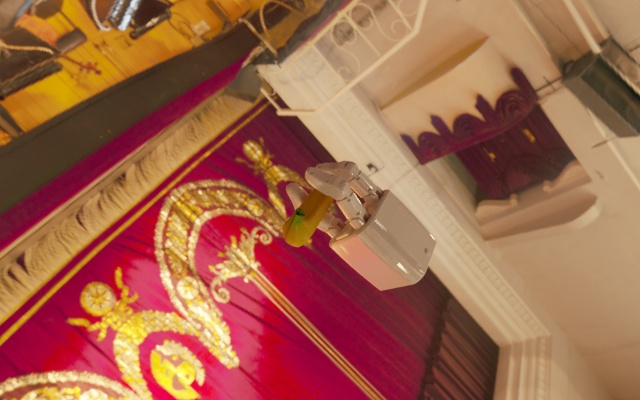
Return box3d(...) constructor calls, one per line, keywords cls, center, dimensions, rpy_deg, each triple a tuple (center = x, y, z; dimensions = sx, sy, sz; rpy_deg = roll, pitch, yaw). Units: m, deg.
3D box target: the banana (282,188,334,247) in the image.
box3d(cls="banana", center=(-0.012, 0.016, 0.632), dimensions=(0.037, 0.070, 0.197), rpy_deg=(40, 21, -1))
